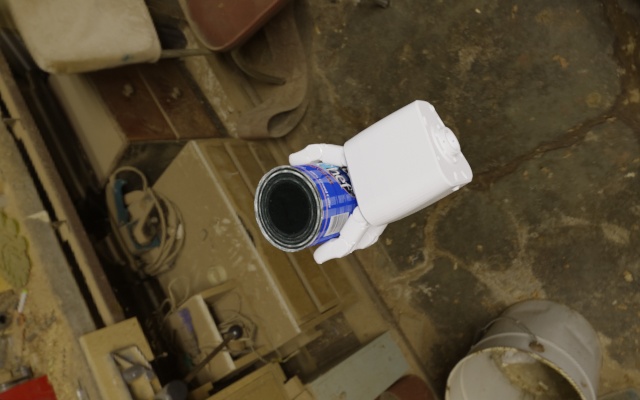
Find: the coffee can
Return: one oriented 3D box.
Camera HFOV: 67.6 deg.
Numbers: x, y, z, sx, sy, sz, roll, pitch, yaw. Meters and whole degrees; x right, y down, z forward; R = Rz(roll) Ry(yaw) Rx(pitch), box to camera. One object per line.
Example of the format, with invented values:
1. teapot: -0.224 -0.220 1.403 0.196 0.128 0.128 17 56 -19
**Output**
1. coffee can: 0.000 0.002 0.614 0.103 0.103 0.140 0 7 35
